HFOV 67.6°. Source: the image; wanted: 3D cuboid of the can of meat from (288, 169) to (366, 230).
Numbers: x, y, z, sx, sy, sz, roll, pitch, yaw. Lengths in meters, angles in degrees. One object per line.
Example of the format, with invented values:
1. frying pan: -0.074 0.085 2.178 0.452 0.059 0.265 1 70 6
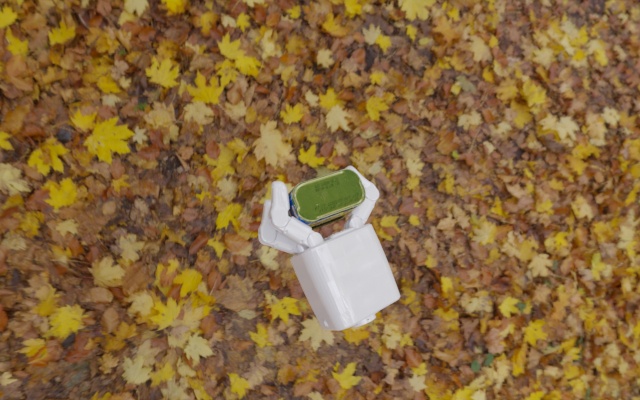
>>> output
1. can of meat: 0.000 0.002 0.631 0.102 0.057 0.084 -19 -7 -21
